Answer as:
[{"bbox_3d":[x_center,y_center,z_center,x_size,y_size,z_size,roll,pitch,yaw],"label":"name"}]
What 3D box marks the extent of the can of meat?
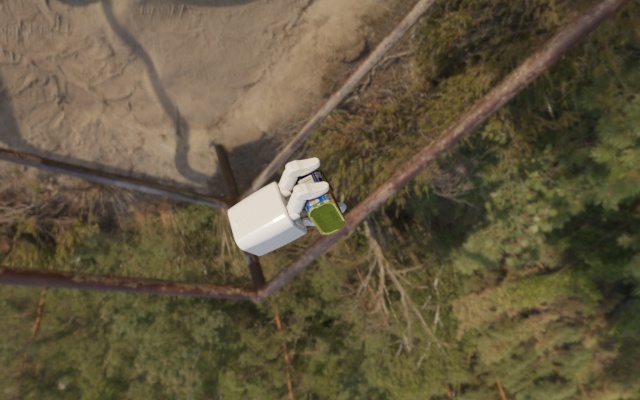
[{"bbox_3d":[0.000,0.003,0.863,0.057,0.084,0.102,-27,-36,5],"label":"can of meat"}]
